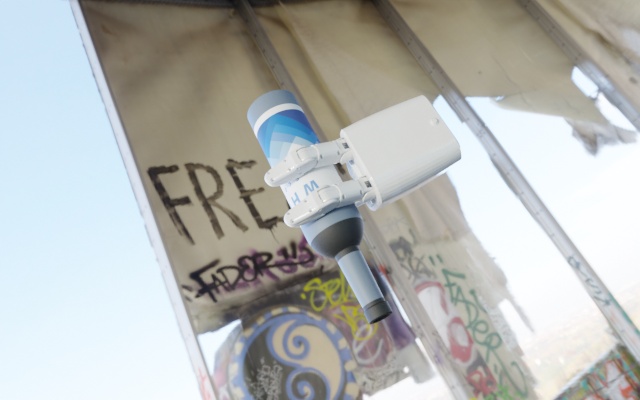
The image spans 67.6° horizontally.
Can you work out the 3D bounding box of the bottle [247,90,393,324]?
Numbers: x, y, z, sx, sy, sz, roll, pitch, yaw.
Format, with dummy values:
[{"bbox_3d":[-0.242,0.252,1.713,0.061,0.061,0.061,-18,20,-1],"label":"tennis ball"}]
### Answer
[{"bbox_3d":[0.000,0.002,0.549,0.069,0.295,0.069,-23,-24,-11],"label":"bottle"}]
